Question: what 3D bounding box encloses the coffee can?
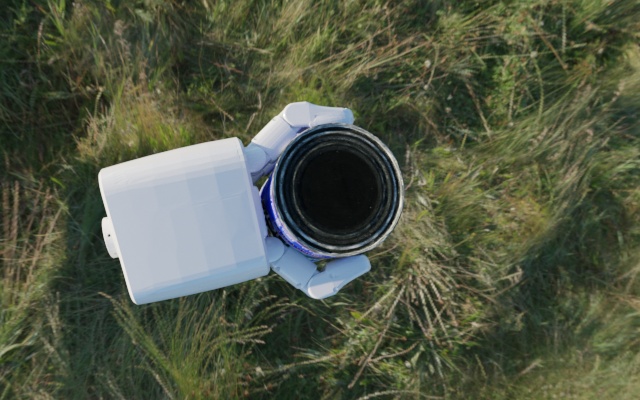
[{"bbox_3d":[0.000,0.001,0.422,0.103,0.103,0.140,0,-9,-12],"label":"coffee can"}]
